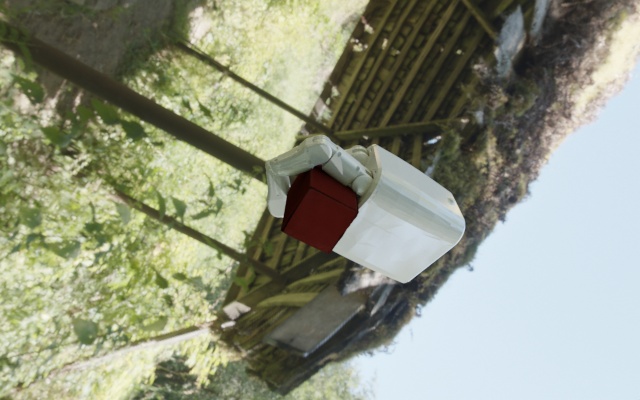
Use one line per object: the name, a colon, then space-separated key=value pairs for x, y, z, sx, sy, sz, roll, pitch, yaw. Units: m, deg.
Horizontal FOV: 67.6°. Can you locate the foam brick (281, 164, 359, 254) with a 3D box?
foam brick: x=0.000 y=0.002 z=0.447 sx=0.051 sy=0.053 sz=0.078 roll=29 pitch=25 yaw=-13
